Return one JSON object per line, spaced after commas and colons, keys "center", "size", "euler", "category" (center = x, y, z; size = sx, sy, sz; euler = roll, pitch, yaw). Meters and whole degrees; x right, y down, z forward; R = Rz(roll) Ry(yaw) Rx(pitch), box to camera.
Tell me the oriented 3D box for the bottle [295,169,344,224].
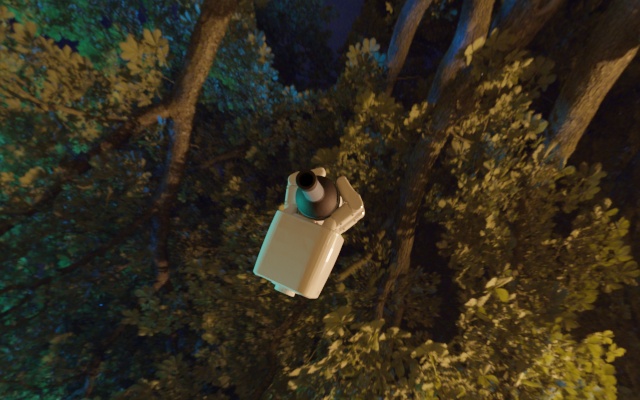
{"center": [0.000, 0.002, 0.752], "size": [0.069, 0.069, 0.296], "euler": [0, -12, 8], "category": "bottle"}
